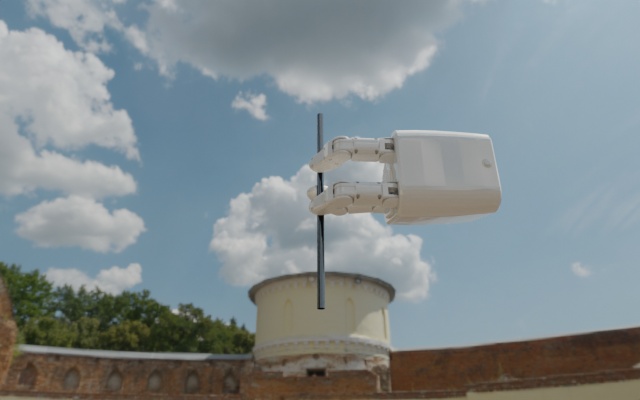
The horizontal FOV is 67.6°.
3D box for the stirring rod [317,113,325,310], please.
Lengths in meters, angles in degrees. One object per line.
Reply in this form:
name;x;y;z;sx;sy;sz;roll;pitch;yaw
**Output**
stirring rod;0.000;0.002;0.535;0.011;0.239;0.011;0;-27;0
